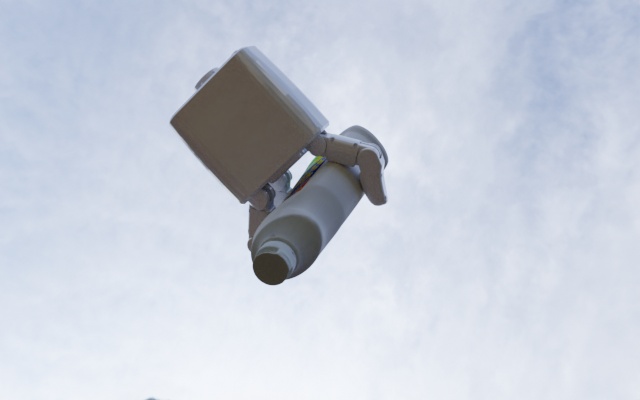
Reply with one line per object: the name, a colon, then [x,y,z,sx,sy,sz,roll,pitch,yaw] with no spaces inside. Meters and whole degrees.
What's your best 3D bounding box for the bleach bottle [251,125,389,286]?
bleach bottle: [0.000,0.002,0.462,0.102,0.068,0.250,-40,6,25]
